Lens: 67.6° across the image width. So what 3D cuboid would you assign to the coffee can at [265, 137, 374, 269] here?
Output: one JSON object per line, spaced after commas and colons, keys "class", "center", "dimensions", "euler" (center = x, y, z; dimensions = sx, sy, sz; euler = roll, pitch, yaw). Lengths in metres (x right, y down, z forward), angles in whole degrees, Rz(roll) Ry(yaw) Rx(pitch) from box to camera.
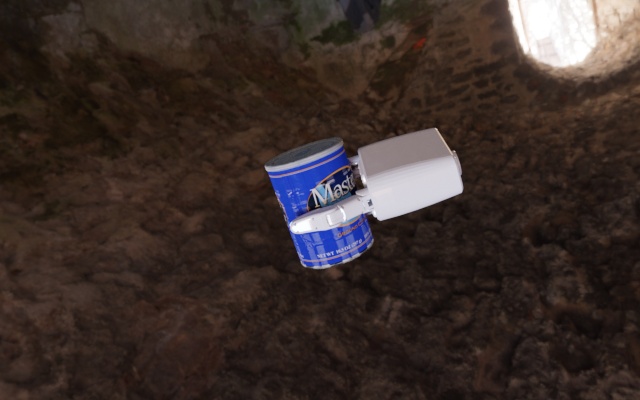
{"class": "coffee can", "center": [0.000, 0.002, 0.616], "dimensions": [0.103, 0.140, 0.102], "euler": [-18, 15, 5]}
